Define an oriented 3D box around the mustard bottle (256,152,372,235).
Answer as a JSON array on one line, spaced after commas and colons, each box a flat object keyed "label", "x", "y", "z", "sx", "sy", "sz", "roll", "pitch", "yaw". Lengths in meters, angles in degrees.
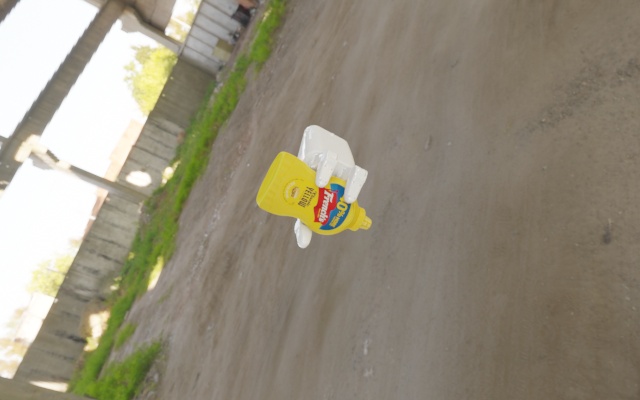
[{"label": "mustard bottle", "x": 0.000, "y": 0.003, "z": 0.776, "sx": 0.192, "sy": 0.096, "sz": 0.058, "roll": 25, "pitch": 5, "yaw": -20}]
